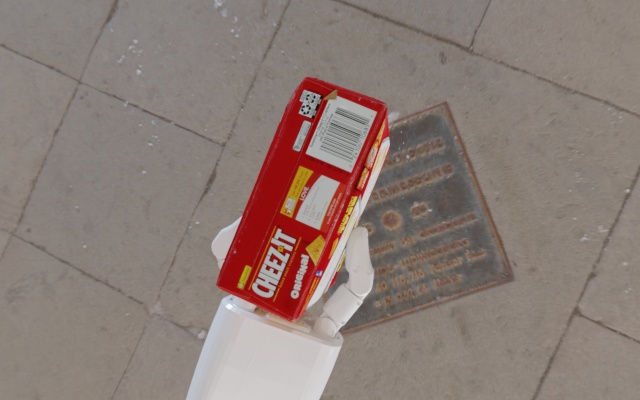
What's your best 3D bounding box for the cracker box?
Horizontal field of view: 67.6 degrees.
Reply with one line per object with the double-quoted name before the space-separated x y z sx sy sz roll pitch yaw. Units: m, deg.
"cracker box" 0.000 0.001 0.428 0.072 0.164 0.214 23 1 8
